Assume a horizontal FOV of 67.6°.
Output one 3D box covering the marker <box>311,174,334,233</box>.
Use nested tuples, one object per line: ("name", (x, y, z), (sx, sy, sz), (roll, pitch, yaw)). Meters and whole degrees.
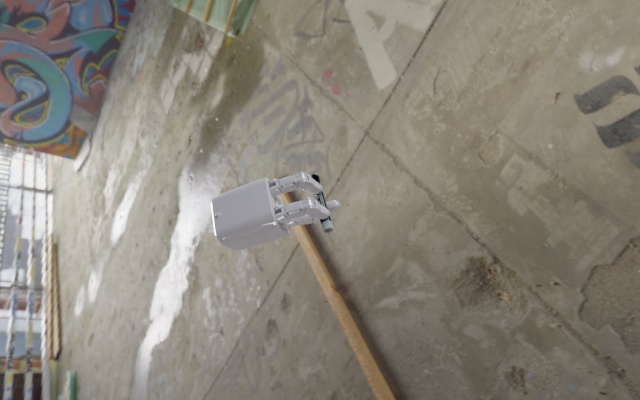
("marker", (0.000, 0.003, 0.847), (0.020, 0.121, 0.020), (-11, -33, -7))
